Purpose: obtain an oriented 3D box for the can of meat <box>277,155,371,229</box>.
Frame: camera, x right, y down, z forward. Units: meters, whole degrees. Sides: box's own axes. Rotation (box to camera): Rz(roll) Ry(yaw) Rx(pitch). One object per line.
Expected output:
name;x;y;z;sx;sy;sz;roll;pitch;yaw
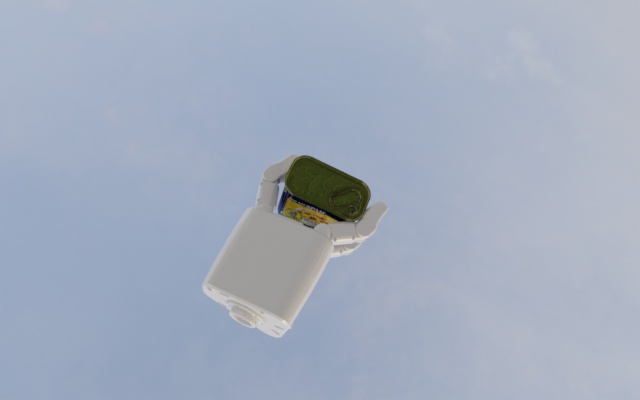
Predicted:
can of meat;0.000;0.002;0.593;0.102;0.057;0.084;25;-29;-1
